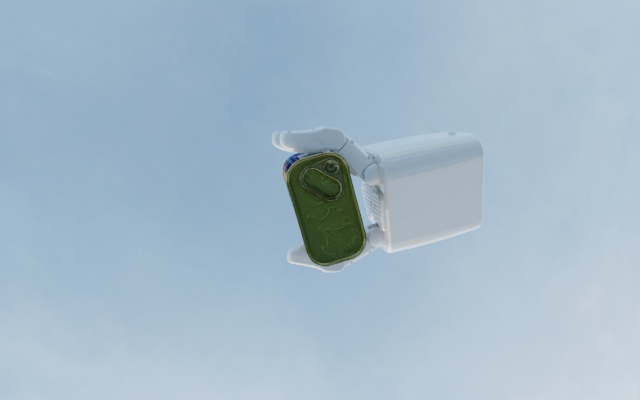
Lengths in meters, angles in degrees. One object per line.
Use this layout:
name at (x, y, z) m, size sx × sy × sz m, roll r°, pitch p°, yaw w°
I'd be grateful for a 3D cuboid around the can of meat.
can of meat at (0.000, 0.002, 0.466) m, size 0.057 × 0.102 × 0.084 m, roll -17°, pitch 13°, yaw -5°
